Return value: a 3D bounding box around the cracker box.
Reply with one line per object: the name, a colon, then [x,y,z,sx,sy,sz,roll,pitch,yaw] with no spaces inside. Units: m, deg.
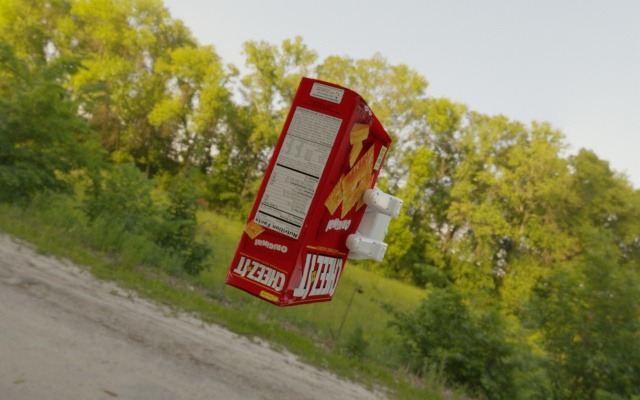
cracker box: [0.000,0.001,0.515,0.072,0.213,0.164,19,-3,21]
